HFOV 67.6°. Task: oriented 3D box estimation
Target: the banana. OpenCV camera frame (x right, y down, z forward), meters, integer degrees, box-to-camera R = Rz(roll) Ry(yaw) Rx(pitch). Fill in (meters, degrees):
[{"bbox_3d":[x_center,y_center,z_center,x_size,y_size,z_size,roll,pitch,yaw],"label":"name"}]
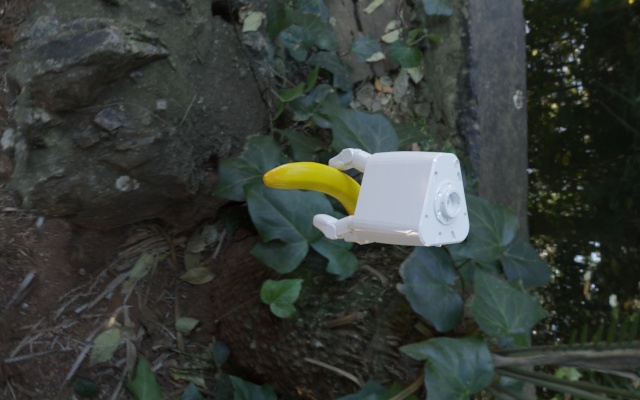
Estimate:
[{"bbox_3d":[0.010,-0.013,0.670,0.198,0.069,0.037,30,-11,-36],"label":"banana"}]
